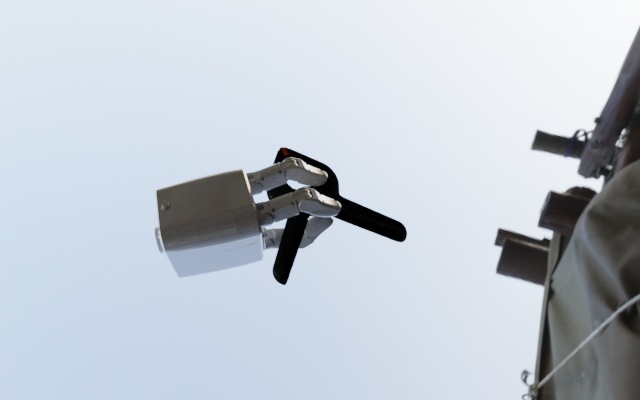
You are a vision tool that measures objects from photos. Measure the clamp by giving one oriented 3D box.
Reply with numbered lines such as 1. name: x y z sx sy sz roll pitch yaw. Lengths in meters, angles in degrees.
1. clamp: 0.000 0.002 0.600 0.164 0.036 0.209 -12 46 -12
